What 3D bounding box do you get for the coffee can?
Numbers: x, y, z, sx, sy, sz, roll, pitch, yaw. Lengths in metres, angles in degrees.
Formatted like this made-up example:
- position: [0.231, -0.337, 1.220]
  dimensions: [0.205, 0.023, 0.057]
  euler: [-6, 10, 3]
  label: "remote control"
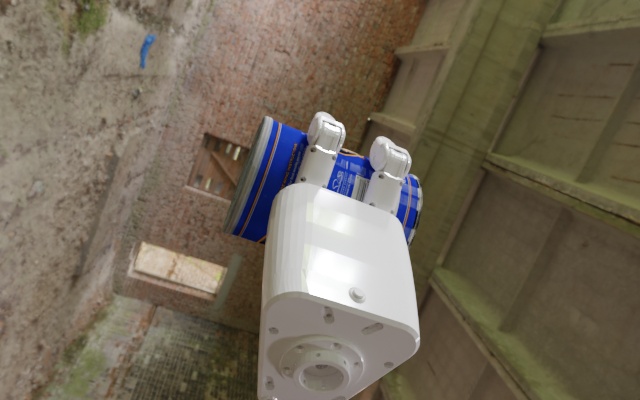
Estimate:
- position: [0.000, 0.001, 0.410]
  dimensions: [0.140, 0.103, 0.103]
  euler: [20, -4, -12]
  label: "coffee can"
